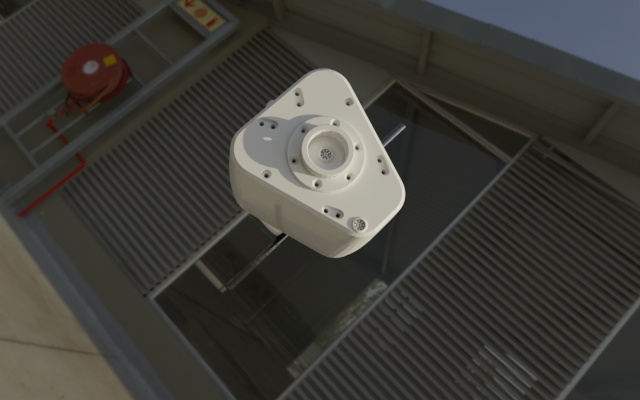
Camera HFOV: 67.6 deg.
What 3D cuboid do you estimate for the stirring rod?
[{"bbox_3d":[0.000,0.002,0.472,0.239,0.011,0.011,-43,12,-13],"label":"stirring rod"}]
